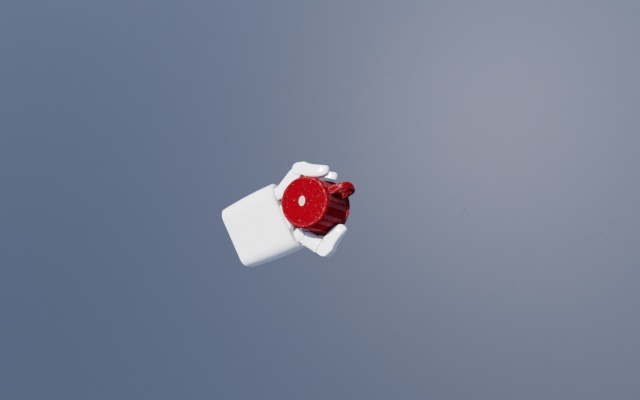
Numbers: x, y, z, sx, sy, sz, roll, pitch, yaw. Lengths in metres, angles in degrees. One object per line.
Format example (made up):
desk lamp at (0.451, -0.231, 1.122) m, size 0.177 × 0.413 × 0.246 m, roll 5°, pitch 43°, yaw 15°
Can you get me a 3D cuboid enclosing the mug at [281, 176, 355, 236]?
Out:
mug at (0.001, 0.002, 0.759) m, size 0.117 × 0.093 × 0.081 m, roll -25°, pitch -18°, yaw 19°
